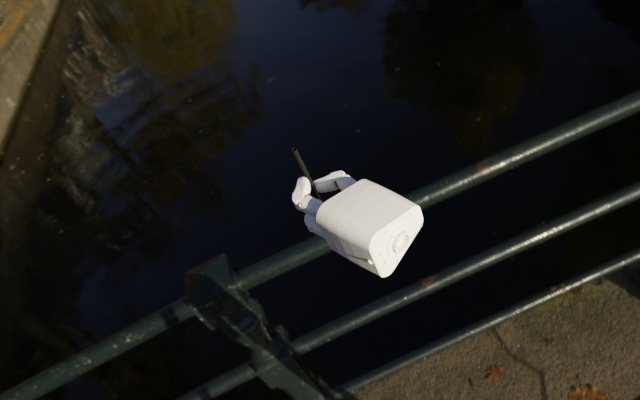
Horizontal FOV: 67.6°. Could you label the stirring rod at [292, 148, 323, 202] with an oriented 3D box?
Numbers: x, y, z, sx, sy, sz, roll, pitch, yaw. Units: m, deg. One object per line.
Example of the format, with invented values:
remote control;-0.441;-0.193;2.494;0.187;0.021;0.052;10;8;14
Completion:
stirring rod;0.000;0.003;0.793;0.011;0.011;0.240;0;-41;26
